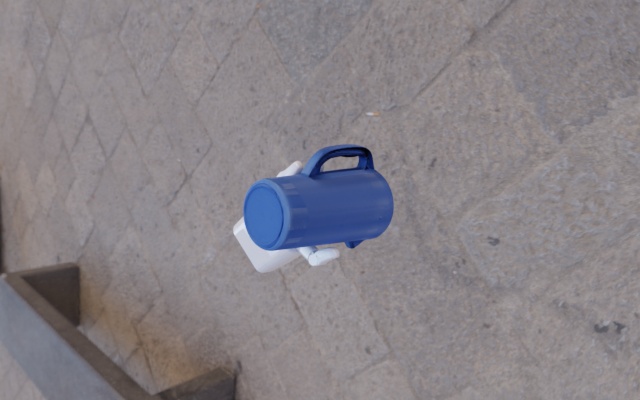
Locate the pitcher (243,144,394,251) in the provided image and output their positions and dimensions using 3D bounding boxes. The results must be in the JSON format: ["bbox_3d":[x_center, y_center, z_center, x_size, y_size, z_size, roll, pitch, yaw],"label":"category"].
[{"bbox_3d":[0.000,0.003,0.779,0.243,0.149,0.145,-6,-24,-46],"label":"pitcher"}]
